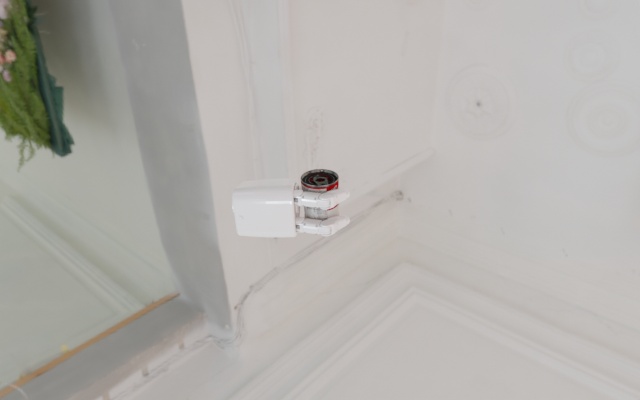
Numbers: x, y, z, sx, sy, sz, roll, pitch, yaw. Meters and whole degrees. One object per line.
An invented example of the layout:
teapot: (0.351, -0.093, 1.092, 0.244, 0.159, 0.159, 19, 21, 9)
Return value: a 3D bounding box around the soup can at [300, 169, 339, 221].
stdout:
soup can: (0.001, 0.003, 0.869, 0.068, 0.102, 0.068, -2, 29, 1)
